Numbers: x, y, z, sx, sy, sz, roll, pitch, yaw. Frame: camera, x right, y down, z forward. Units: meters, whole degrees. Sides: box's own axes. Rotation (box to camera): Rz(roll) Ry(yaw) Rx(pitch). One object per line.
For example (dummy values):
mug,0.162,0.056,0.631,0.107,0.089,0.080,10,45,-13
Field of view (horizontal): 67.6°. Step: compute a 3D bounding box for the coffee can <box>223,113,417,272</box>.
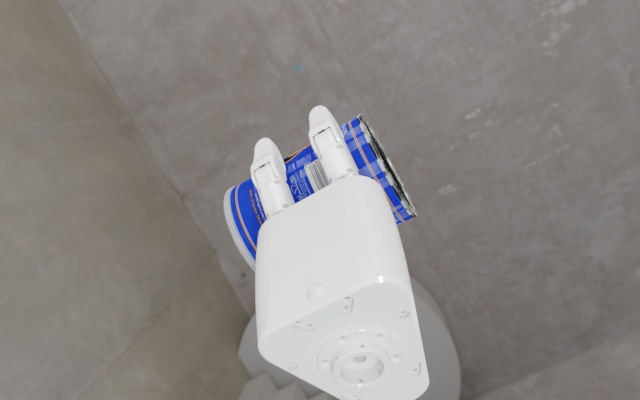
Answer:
coffee can,0.000,0.001,0.430,0.140,0.103,0.103,-29,-7,12
